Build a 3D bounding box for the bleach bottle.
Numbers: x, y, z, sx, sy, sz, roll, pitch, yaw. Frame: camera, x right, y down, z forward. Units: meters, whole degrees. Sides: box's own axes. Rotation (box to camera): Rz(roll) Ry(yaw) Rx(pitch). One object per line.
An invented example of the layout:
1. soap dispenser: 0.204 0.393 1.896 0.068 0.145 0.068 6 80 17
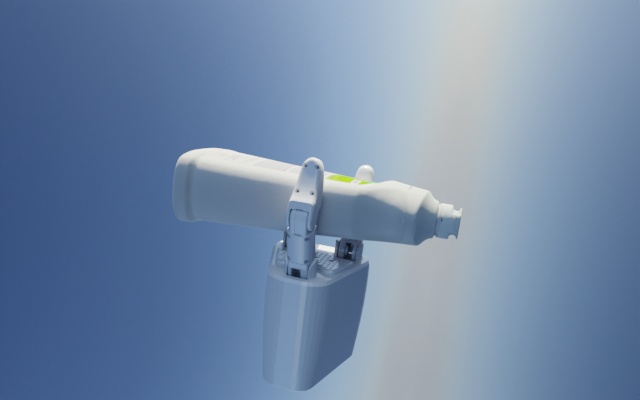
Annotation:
1. bleach bottle: 0.000 0.001 0.442 0.251 0.068 0.102 10 13 14
